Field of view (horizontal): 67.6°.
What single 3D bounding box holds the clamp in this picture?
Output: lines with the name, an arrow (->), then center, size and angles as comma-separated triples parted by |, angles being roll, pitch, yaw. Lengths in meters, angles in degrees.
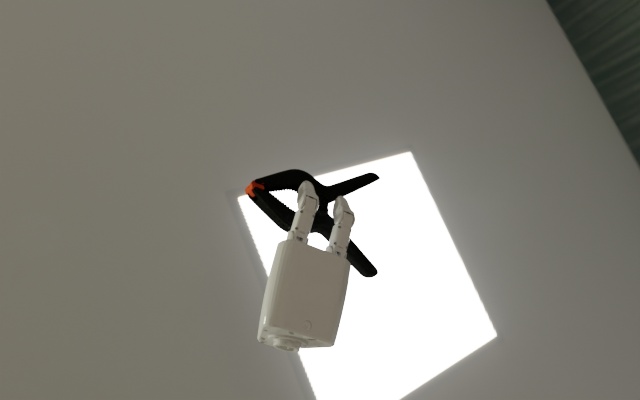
clamp -> -0.001, 0.002, 0.669 | 0.210, 0.164, 0.036 | 23, -32, -20
